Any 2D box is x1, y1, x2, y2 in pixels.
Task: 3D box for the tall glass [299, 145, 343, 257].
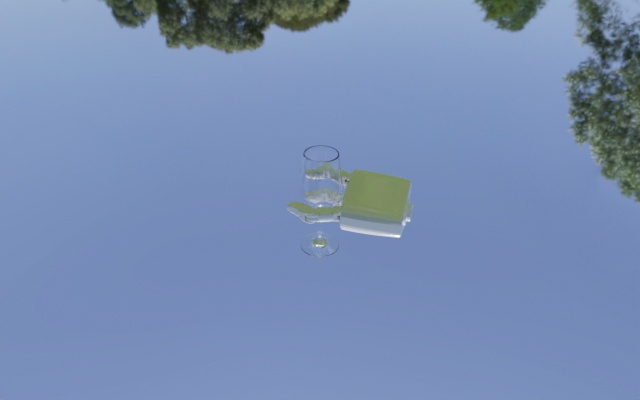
[{"bbox_3d":[0.000,0.003,0.868,0.079,0.201,0.079,0,33,0],"label":"tall glass"}]
